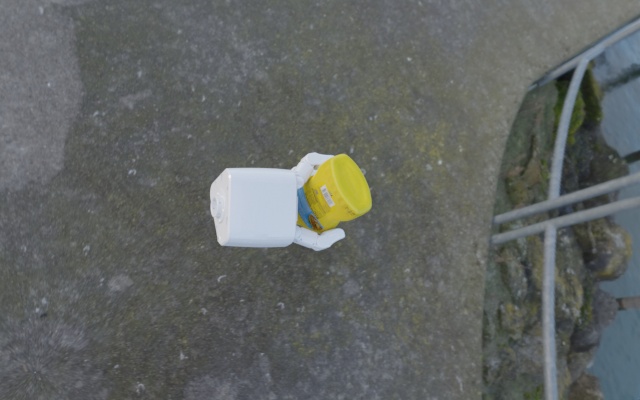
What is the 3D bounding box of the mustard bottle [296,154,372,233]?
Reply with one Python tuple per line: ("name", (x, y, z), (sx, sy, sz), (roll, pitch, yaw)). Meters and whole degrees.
("mustard bottle", (0.001, 0.002, 0.773), (0.058, 0.096, 0.192), (-26, -3, -35))
